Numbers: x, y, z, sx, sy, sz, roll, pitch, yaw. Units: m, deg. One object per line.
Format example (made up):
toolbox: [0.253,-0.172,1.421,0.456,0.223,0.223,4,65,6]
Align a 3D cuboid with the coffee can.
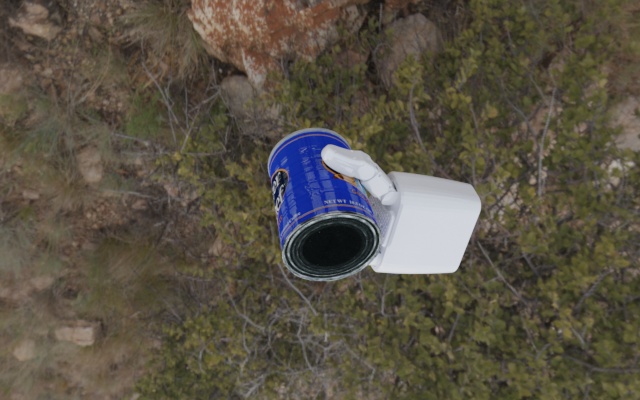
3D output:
coffee can: [0.000,0.002,0.525,0.103,0.103,0.140,0,43,-14]
